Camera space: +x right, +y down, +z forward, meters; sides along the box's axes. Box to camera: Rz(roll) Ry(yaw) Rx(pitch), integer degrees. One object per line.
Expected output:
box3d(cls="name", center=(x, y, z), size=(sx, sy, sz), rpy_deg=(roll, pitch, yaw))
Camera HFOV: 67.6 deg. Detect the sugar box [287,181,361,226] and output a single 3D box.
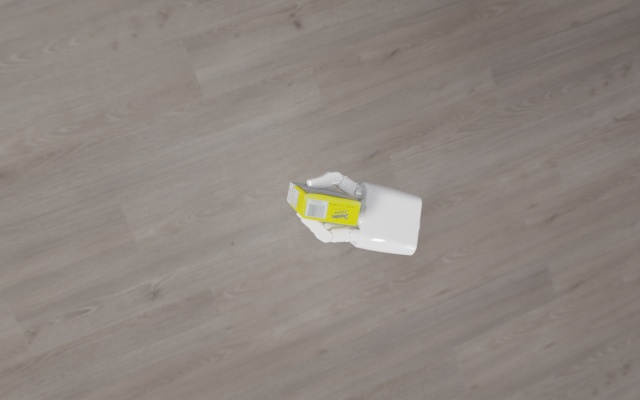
box3d(cls="sugar box", center=(0.000, 0.003, 0.826), size=(0.093, 0.048, 0.176), rpy_deg=(9, 4, -12))
